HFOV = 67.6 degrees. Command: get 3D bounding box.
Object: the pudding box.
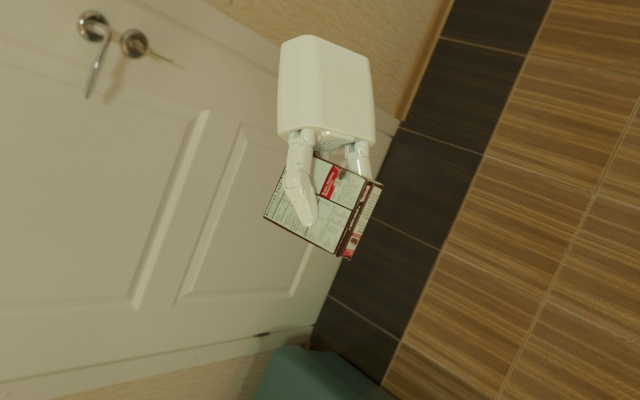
[{"bbox_3d":[0.000,0.002,0.526,0.113,0.090,0.039,26,4,36],"label":"pudding box"}]
